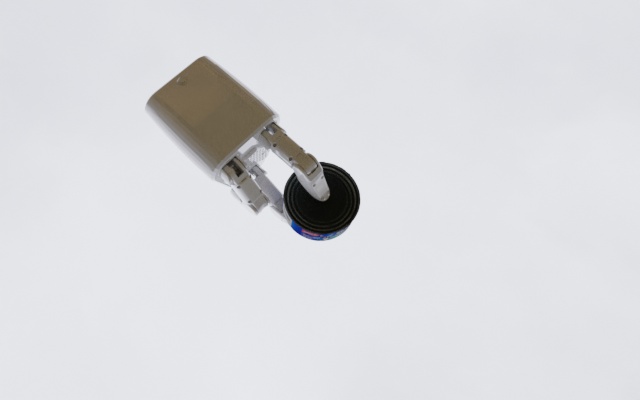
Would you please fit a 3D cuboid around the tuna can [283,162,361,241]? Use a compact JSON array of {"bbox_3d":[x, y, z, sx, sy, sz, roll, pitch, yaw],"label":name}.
[{"bbox_3d":[0.000,0.002,0.539,0.086,0.086,0.034,0,-21,-7],"label":"tuna can"}]
